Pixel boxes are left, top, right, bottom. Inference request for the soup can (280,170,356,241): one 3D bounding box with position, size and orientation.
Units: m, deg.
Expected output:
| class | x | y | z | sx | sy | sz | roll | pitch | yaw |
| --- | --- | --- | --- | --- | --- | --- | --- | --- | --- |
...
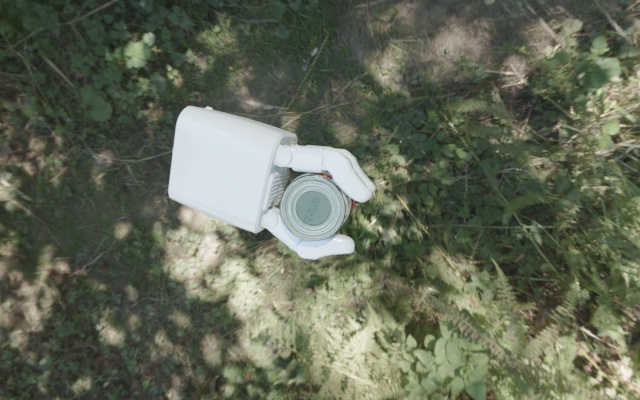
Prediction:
| class | x | y | z | sx | sy | sz | roll | pitch | yaw |
| --- | --- | --- | --- | --- | --- | --- | --- | --- | --- |
| soup can | 0.000 | 0.002 | 0.513 | 0.068 | 0.068 | 0.102 | 0 | 7 | 10 |
